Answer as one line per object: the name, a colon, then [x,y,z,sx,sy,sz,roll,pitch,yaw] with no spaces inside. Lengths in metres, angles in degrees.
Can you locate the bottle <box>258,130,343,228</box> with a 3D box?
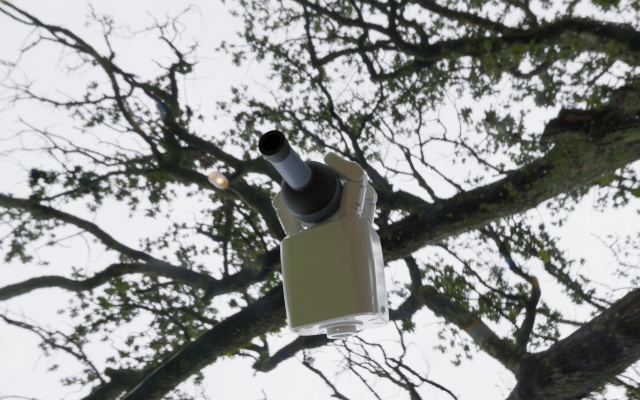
bottle: [0.000,0.002,0.565,0.069,0.069,0.296,0,-22,19]
